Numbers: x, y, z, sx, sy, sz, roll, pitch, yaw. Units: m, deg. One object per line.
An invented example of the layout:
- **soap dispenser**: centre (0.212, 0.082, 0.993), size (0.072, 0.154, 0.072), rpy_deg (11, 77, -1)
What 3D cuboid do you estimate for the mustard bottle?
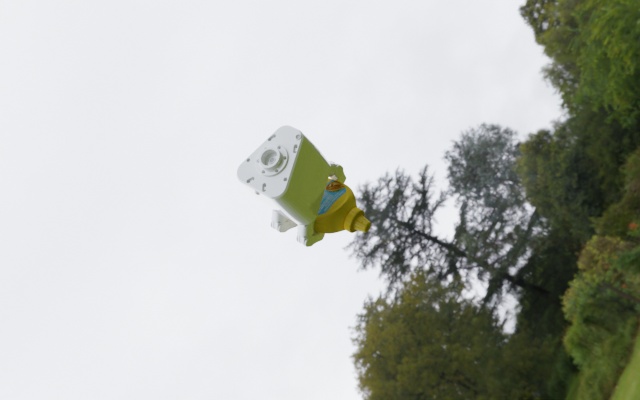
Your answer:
- **mustard bottle**: centre (0.000, 0.003, 0.788), size (0.191, 0.058, 0.096), rpy_deg (28, 56, 29)
